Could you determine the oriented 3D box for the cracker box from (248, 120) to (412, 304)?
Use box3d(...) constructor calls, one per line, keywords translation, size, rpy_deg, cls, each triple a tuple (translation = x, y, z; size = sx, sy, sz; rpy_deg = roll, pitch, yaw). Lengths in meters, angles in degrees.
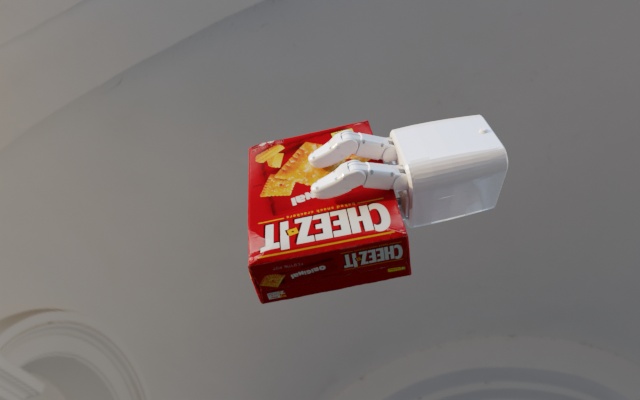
box3d(translation=(0.000, 0.002, 0.560), size=(0.164, 0.072, 0.213), rpy_deg=(-12, 41, 2), cls="cracker box")
